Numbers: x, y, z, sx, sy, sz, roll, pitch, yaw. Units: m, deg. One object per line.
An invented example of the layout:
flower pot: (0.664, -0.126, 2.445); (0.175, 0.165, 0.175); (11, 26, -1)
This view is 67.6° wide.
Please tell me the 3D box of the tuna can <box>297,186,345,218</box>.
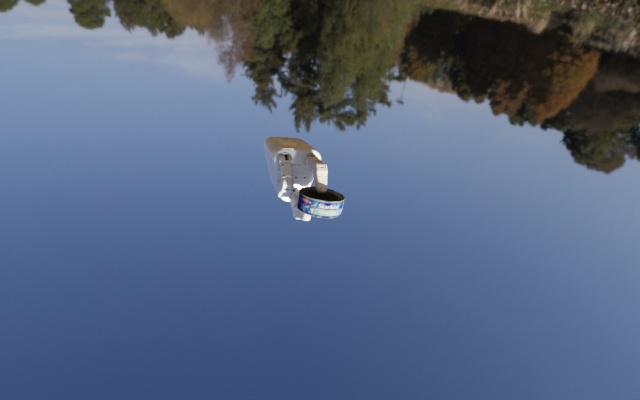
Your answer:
tuna can: (0.000, 0.003, 0.884); (0.086, 0.034, 0.086); (10, 17, -3)
